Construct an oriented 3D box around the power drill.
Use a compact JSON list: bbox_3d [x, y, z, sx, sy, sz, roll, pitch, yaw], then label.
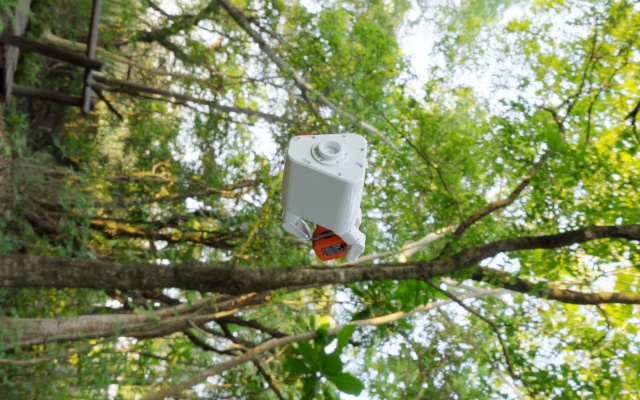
[{"bbox_3d":[0.000,0.003,0.799,0.057,0.187,0.184,-17,-21,4],"label":"power drill"}]
